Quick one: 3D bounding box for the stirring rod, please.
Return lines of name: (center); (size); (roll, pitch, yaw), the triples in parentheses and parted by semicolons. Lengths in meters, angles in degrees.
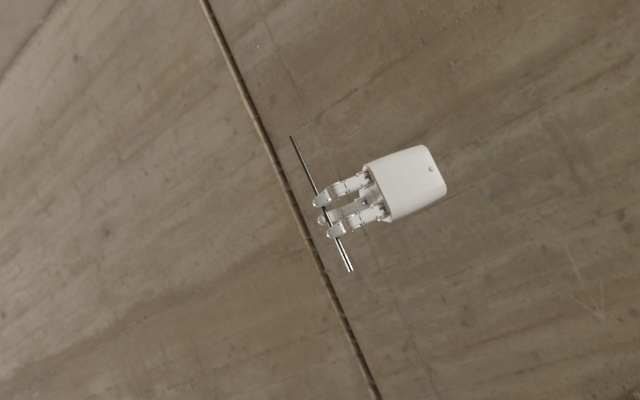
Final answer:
stirring rod: (0.000, 0.003, 0.769); (0.011, 0.239, 0.011); (-24, -9, -4)
